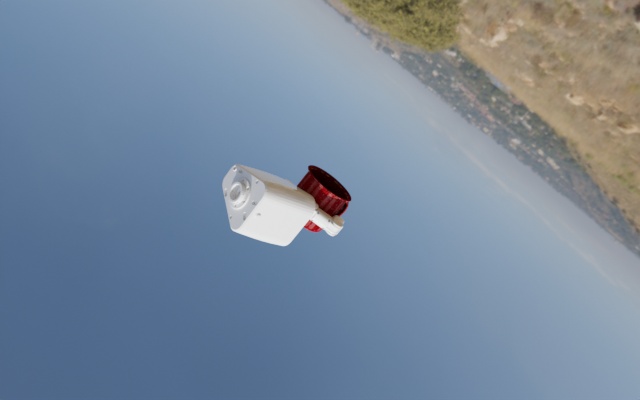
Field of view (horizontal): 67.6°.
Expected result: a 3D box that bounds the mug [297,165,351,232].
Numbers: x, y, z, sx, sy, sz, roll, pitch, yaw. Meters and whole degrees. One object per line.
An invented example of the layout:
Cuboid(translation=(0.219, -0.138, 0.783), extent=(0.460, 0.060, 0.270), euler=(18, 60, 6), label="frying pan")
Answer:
Cuboid(translation=(0.001, 0.003, 0.830), extent=(0.117, 0.081, 0.093), euler=(22, 24, -45), label="mug")
